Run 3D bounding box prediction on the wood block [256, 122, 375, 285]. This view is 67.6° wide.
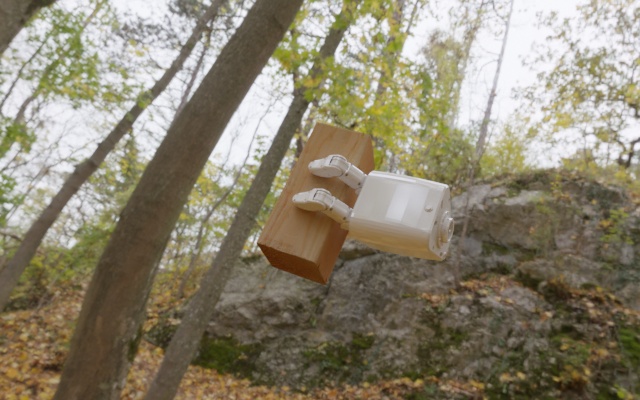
[{"bbox_3d":[0.001,0.002,0.690,0.090,0.206,0.091,16,-25,19],"label":"wood block"}]
